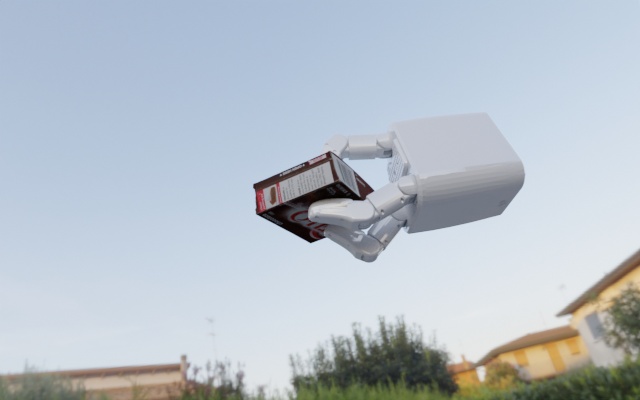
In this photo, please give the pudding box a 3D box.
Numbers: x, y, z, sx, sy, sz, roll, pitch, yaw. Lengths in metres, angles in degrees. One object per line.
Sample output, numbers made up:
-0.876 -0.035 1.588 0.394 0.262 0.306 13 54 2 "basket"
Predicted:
0.000 0.001 0.482 0.090 0.039 0.113 -23 -30 20 "pudding box"
